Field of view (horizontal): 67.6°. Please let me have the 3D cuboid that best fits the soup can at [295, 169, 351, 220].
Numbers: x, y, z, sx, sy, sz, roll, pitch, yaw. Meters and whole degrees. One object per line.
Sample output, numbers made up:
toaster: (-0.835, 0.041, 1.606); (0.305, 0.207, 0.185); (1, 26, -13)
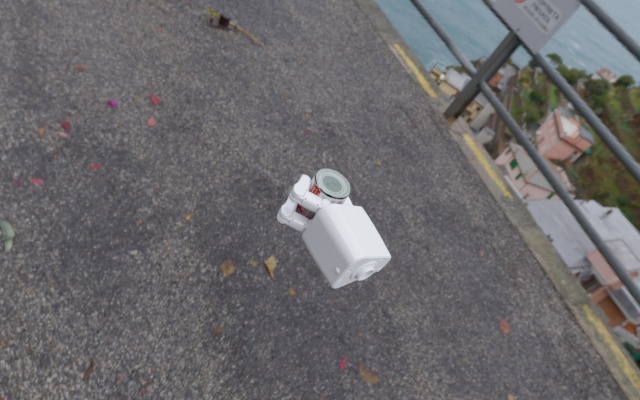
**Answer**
soup can: (0.000, 0.002, 0.828); (0.068, 0.068, 0.102); (0, -39, -33)
